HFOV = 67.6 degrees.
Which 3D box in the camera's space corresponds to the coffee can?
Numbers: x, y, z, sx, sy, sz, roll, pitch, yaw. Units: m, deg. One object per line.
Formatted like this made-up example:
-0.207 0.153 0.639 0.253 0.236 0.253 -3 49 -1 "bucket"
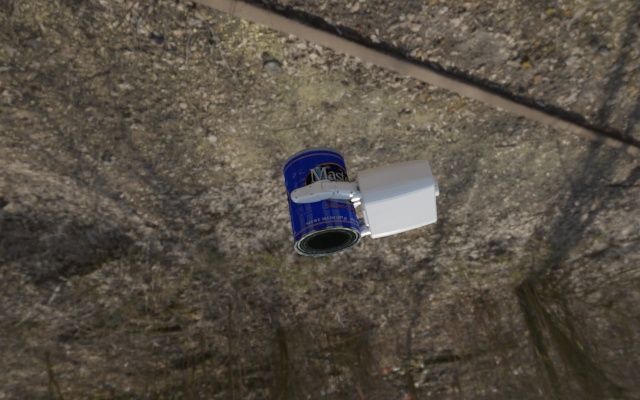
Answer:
0.000 0.002 0.744 0.103 0.140 0.103 -8 -27 -4 "coffee can"
